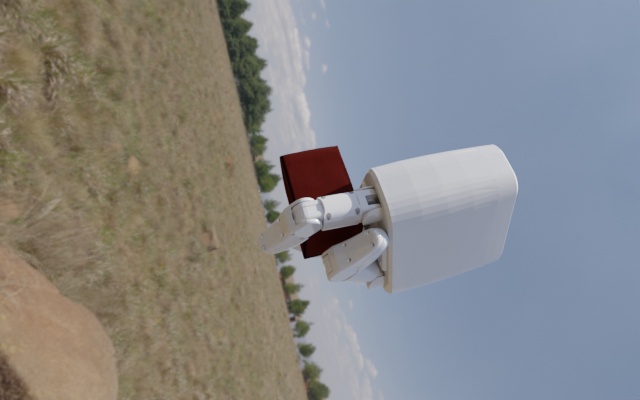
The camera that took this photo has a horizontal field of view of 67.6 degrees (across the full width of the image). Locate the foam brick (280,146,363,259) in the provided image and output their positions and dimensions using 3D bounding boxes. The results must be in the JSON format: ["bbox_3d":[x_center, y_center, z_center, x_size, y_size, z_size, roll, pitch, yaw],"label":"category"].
[{"bbox_3d":[0.000,0.001,0.409,0.051,0.078,0.053,-14,-29,-7],"label":"foam brick"}]
